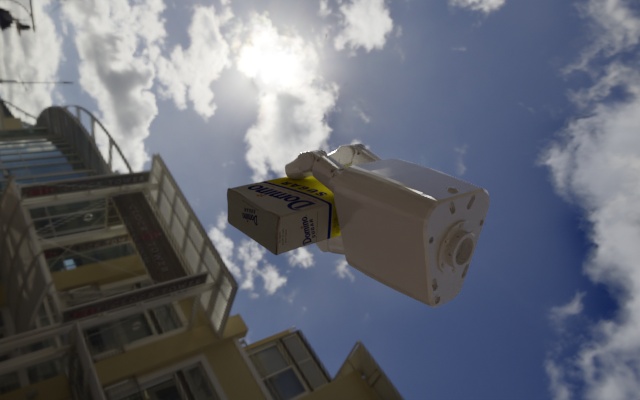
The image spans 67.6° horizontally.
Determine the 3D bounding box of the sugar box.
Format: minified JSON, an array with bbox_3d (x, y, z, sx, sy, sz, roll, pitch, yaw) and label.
[{"bbox_3d":[0.000,0.001,0.508,0.176,0.048,0.093,-12,25,-38],"label":"sugar box"}]
